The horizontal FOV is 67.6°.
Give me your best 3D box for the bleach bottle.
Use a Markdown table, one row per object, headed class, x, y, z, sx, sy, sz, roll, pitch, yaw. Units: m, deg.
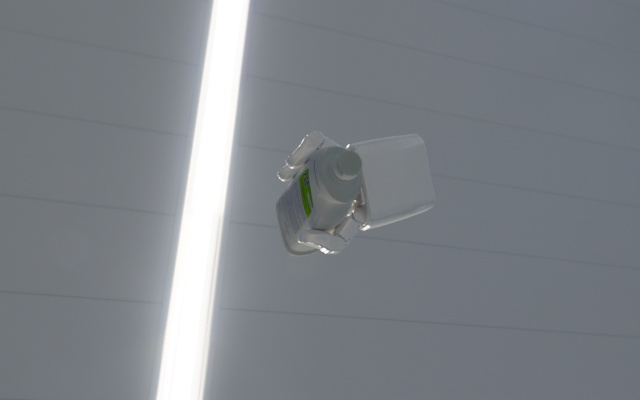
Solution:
| class | x | y | z | sx | sy | sz | roll | pitch | yaw |
| --- | --- | --- | --- | --- | --- | --- | --- | --- | --- |
| bleach bottle | 0.000 | 0.002 | 0.628 | 0.068 | 0.102 | 0.251 | -12 | -12 | -19 |
